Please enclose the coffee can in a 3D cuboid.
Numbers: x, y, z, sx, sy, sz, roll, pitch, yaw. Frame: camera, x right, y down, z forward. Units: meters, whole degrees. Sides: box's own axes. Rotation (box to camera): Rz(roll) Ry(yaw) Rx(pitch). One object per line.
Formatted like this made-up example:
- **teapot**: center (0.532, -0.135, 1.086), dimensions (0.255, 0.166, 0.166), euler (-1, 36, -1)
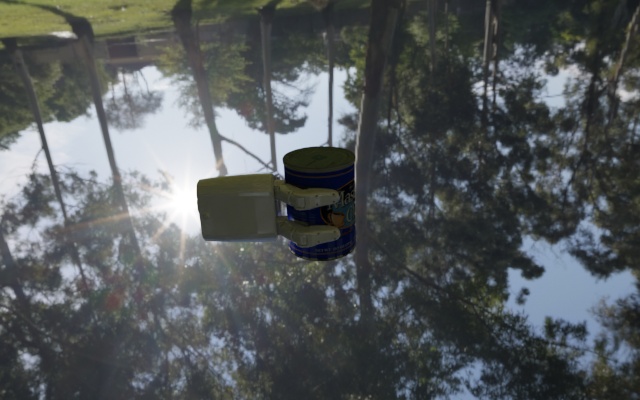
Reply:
- **coffee can**: center (0.000, 0.002, 0.695), dimensions (0.103, 0.140, 0.102), euler (-2, 23, 1)
